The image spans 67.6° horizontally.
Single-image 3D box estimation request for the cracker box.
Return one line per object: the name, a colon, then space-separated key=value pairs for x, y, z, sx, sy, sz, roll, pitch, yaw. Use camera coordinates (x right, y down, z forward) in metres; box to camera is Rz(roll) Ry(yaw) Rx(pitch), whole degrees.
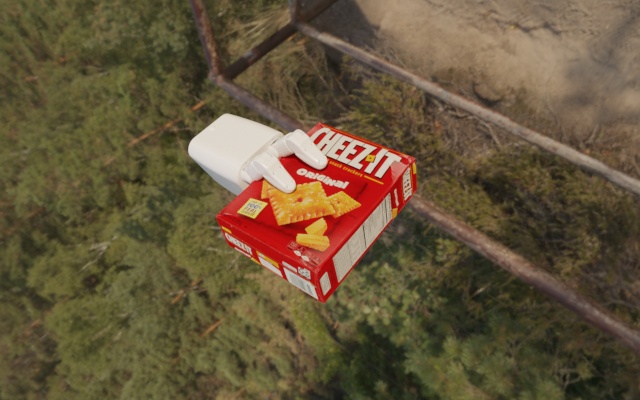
cracker box: x=0.000 y=0.002 z=0.620 sx=0.164 sy=0.072 sz=0.213 roll=26 pitch=57 yaw=30
